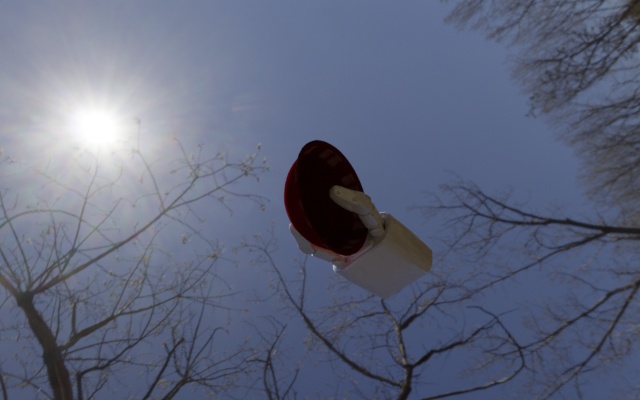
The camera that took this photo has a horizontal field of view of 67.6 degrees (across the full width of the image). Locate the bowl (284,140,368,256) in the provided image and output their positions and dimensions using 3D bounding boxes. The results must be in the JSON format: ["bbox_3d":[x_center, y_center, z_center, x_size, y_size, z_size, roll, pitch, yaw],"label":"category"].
[{"bbox_3d":[-0.001,0.001,0.653,0.055,0.162,0.162,-20,-11,33],"label":"bowl"}]
